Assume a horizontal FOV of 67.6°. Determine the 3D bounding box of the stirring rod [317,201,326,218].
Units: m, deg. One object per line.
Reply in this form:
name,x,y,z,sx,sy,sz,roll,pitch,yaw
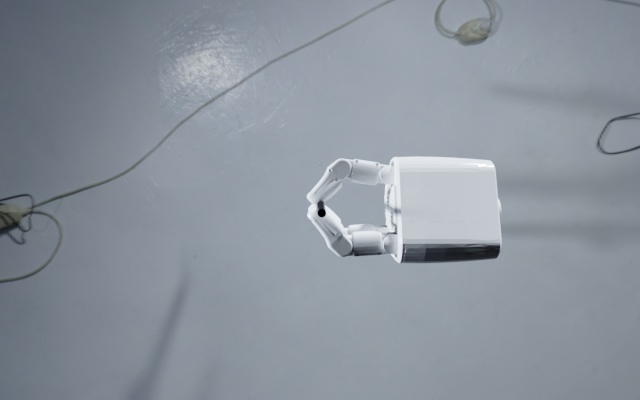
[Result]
stirring rod,0.000,0.002,0.545,0.011,0.011,0.239,0,5,-1
